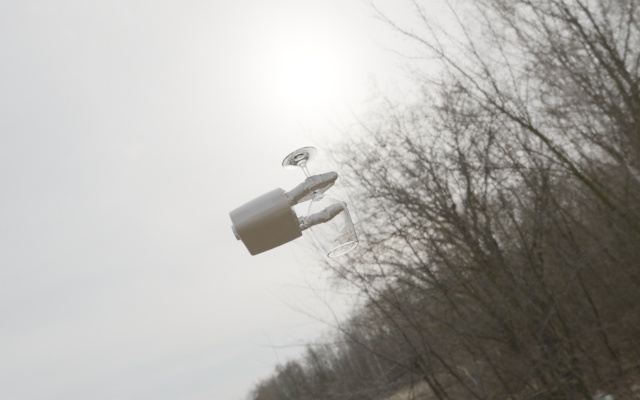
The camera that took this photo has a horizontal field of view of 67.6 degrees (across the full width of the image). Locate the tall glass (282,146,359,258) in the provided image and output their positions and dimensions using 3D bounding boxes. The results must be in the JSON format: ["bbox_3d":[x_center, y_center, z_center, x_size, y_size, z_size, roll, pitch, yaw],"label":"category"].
[{"bbox_3d":[0.000,0.002,0.876,0.079,0.201,0.079,-22,-21,-9],"label":"tall glass"}]
